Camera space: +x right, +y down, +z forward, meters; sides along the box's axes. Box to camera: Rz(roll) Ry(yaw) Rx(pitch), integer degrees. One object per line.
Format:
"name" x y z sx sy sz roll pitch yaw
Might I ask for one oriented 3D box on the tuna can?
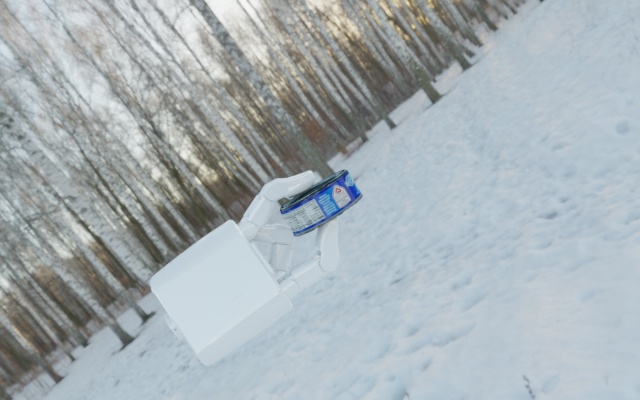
"tuna can" 0.000 0.001 0.507 0.086 0.034 0.086 -31 6 4
